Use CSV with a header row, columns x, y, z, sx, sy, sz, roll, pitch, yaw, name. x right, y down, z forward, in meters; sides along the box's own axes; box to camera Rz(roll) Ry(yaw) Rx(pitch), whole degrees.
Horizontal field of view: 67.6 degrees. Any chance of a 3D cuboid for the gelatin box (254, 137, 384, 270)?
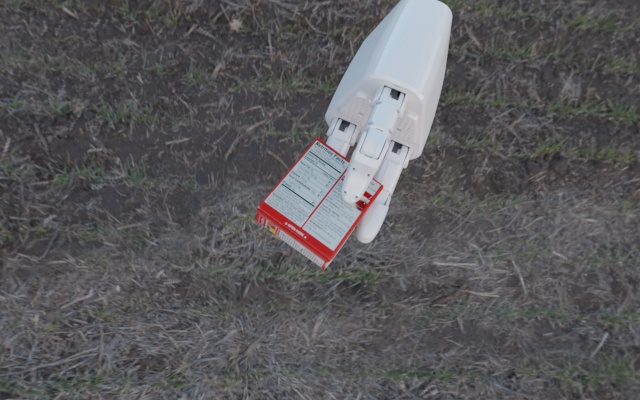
x,y,z,sx,sy,sz,roll,pitch,yaw,name
0.000,0.001,0.404,0.073,0.089,0.030,35,-27,5,gelatin box
